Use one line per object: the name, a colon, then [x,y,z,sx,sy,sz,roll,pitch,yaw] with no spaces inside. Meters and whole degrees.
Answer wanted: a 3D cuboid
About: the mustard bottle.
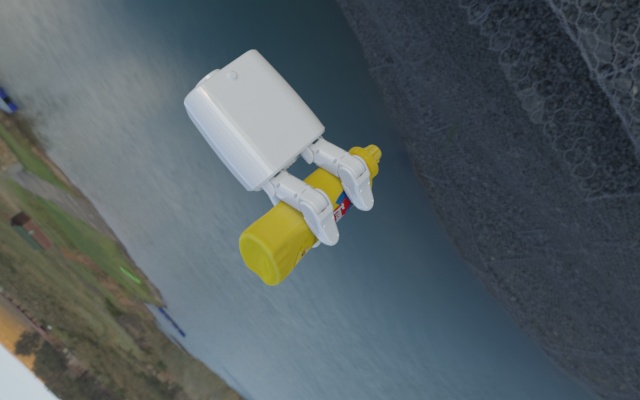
mustard bottle: [0.000,0.002,0.508,0.058,0.191,0.096,39,-26,15]
